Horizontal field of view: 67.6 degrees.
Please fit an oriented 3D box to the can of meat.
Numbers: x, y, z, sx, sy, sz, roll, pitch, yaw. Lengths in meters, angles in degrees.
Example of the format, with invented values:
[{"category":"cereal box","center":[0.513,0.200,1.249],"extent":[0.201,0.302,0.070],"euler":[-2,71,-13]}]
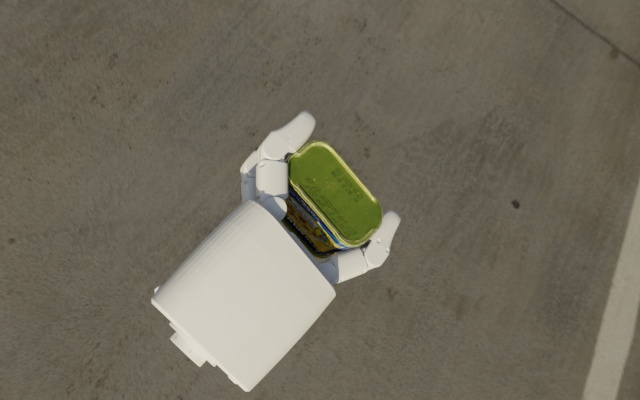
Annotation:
[{"category":"can of meat","center":[0.000,0.001,0.438],"extent":[0.057,0.102,0.084],"euler":[-43,4,-22]}]
